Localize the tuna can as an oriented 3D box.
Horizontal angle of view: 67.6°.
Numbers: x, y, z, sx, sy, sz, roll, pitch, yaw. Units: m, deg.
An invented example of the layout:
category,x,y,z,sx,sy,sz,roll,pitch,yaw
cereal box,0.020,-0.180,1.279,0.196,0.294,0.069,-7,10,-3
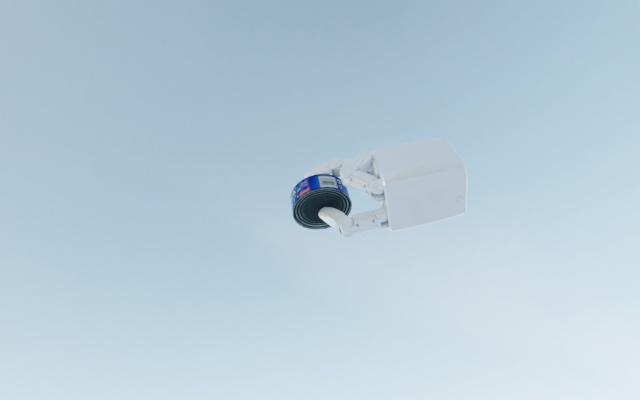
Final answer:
category,x,y,z,sx,sy,sz,roll,pitch,yaw
tuna can,0.000,0.002,0.690,0.086,0.033,0.086,-7,-42,-7
